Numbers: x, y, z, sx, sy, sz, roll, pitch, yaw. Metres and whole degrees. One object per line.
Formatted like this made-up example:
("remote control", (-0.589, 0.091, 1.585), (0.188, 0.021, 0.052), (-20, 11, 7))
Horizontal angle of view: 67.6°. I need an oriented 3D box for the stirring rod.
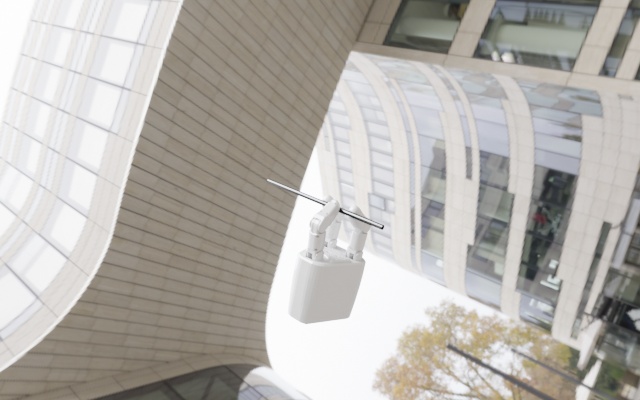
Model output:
("stirring rod", (0.000, 0.003, 0.766), (0.239, 0.011, 0.011), (22, 13, 35))
